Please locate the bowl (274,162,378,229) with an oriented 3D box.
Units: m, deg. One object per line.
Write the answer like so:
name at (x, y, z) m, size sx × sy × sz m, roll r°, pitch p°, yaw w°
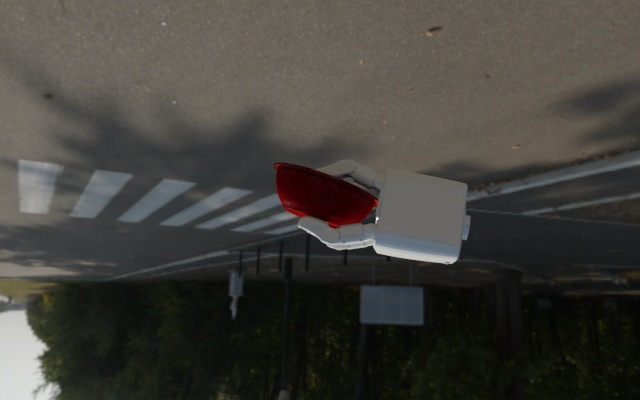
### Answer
bowl at (-0.001, 0.002, 0.675) m, size 0.162 × 0.055 × 0.162 m, roll 20°, pitch -7°, yaw 3°
